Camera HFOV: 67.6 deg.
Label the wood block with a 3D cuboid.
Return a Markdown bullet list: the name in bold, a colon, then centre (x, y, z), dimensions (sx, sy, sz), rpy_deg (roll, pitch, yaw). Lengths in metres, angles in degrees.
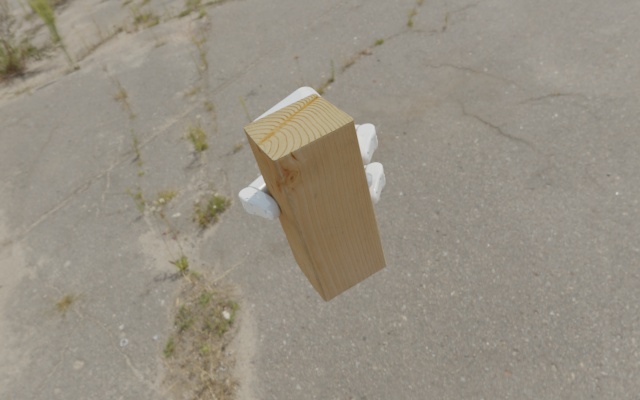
- **wood block**: centre (0.000, 0.002, 0.536), dimensions (0.091, 0.206, 0.090), rpy_deg (-28, 39, -13)
